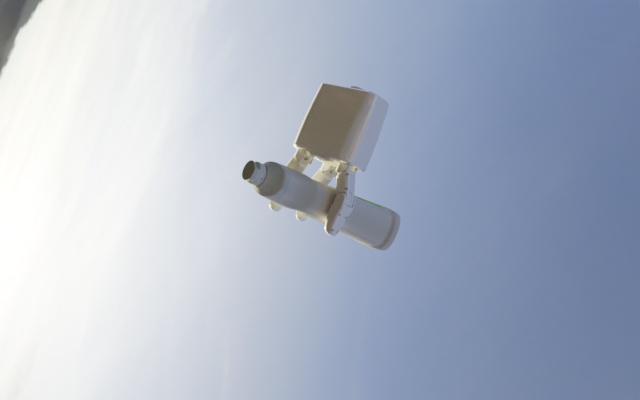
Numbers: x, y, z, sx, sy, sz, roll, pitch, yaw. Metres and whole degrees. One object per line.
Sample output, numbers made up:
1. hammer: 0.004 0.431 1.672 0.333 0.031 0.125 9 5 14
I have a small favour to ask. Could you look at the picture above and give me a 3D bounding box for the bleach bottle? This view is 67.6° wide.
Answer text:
1. bleach bottle: 0.000 0.002 0.695 0.251 0.068 0.102 24 -3 -39
